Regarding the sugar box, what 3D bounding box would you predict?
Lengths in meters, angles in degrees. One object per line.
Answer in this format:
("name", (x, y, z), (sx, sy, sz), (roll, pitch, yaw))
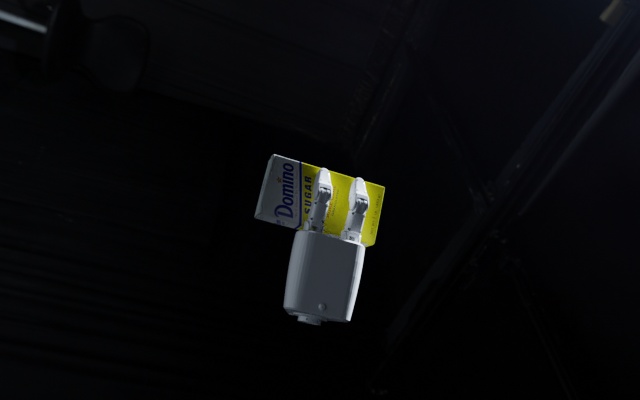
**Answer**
("sugar box", (0.000, 0.002, 0.704), (0.176, 0.093, 0.048), (16, -15, -14))
